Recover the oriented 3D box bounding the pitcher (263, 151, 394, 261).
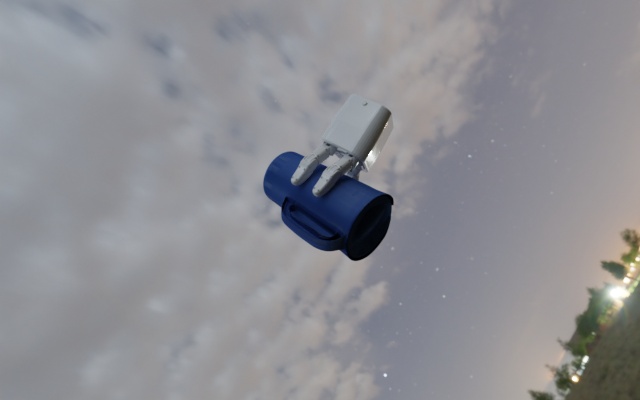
[{"bbox_3d":[0.000,0.003,0.889,0.242,0.145,0.149,30,-2,33],"label":"pitcher"}]
